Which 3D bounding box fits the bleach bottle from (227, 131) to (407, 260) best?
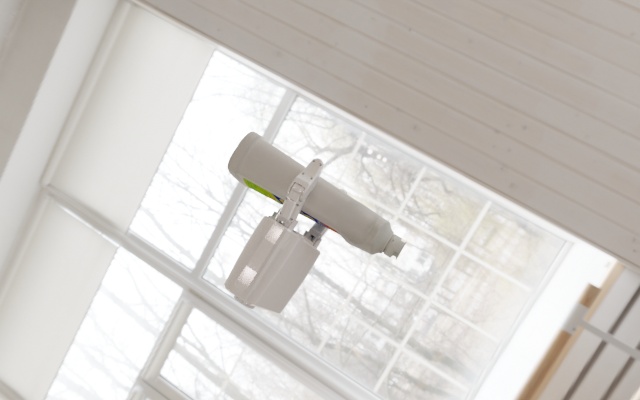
[{"bbox_3d":[0.000,0.002,0.646,0.251,0.068,0.102,31,-8,12],"label":"bleach bottle"}]
